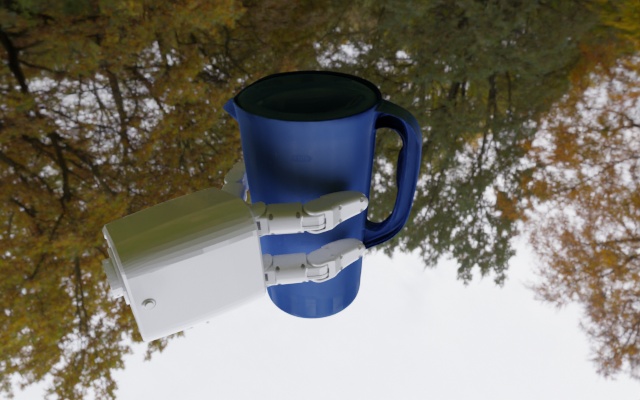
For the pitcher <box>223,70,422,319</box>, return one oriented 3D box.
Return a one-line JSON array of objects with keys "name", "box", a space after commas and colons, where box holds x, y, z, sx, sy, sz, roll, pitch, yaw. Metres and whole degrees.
[{"name": "pitcher", "box": [0.000, 0.002, 0.485, 0.145, 0.243, 0.149, -18, 36, -25]}]
